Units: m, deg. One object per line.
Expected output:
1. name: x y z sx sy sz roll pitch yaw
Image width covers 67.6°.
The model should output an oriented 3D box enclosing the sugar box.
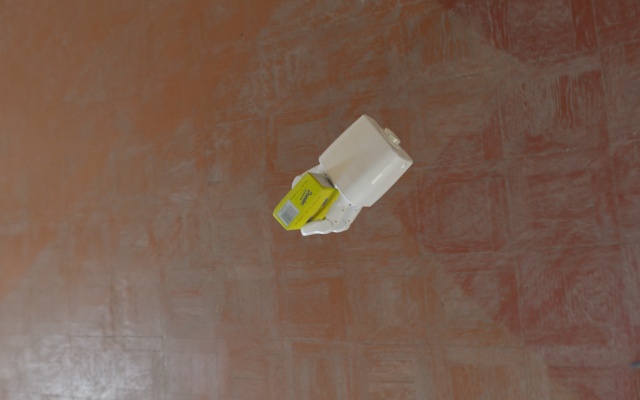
1. sugar box: 0.001 0.003 0.813 0.048 0.093 0.176 48 18 20
